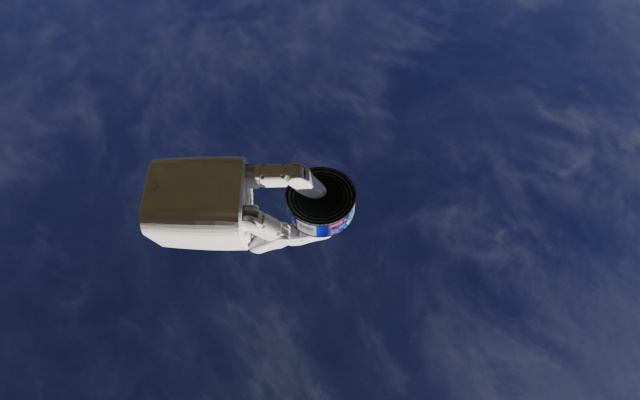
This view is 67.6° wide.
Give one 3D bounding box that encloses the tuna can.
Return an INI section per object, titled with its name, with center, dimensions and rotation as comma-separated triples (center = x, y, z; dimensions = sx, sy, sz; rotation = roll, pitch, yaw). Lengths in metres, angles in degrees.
[tuna can]
center = 0.000, 0.002, 0.584
dimensions = 0.086, 0.086, 0.034
rotation = 0, -35, 0
